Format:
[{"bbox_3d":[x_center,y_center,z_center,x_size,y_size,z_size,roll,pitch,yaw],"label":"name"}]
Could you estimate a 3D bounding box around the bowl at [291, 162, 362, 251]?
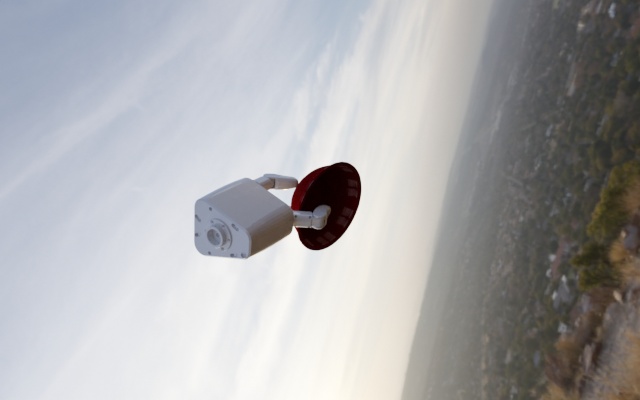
[{"bbox_3d":[0.001,0.003,0.825,0.055,0.162,0.162,26,16,37],"label":"bowl"}]
